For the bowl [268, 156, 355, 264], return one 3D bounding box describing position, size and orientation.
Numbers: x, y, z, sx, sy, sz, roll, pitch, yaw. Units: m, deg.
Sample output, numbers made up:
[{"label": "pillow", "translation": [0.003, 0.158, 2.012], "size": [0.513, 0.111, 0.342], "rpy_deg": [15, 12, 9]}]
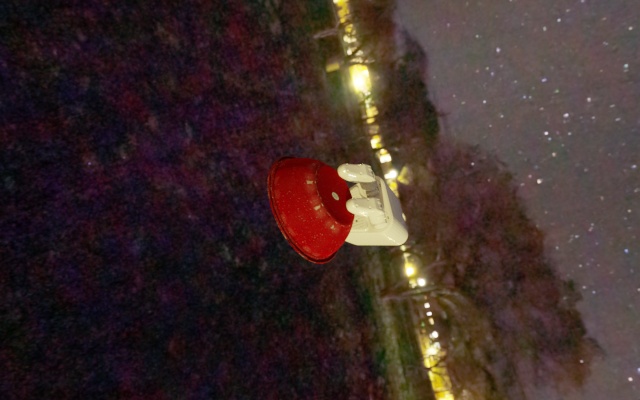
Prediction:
[{"label": "bowl", "translation": [0.000, 0.002, 0.660], "size": [0.055, 0.162, 0.162], "rpy_deg": [-25, -13, 30]}]
